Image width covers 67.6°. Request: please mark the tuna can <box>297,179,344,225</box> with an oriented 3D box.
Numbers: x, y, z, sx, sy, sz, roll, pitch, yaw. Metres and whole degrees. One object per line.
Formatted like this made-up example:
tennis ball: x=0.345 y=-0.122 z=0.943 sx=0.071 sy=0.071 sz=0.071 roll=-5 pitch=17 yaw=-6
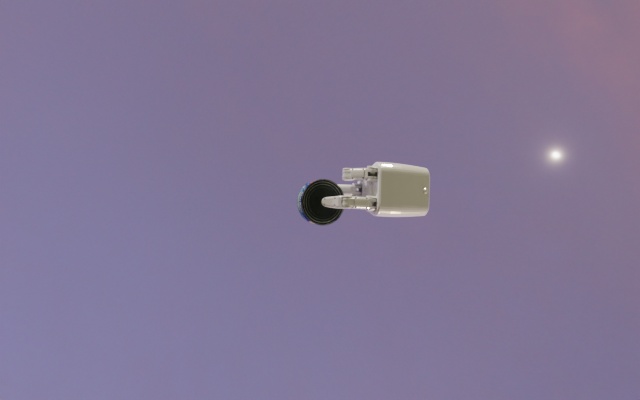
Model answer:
tuna can: x=0.000 y=0.003 z=0.893 sx=0.086 sy=0.086 sz=0.034 roll=0 pitch=1 yaw=-21
